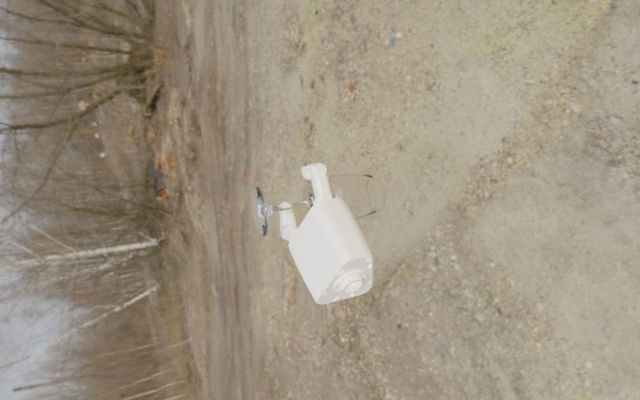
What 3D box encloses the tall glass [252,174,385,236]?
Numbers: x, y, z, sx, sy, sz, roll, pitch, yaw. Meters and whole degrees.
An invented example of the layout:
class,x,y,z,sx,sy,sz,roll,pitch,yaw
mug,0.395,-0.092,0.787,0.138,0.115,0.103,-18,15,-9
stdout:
class,x,y,z,sx,sy,sz,roll,pitch,yaw
tall glass,-0.001,0.002,0.744,0.201,0.079,0.079,-9,4,-23
